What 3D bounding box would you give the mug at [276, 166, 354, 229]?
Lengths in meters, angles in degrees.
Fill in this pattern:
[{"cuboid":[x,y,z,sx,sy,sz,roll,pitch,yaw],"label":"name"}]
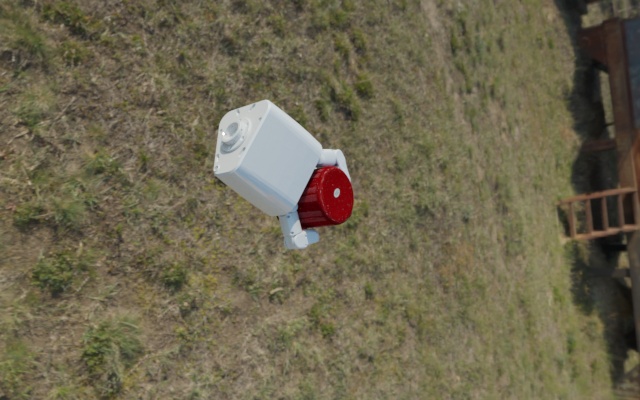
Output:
[{"cuboid":[0.001,0.003,0.683,0.081,0.093,0.117,-8,-31,38],"label":"mug"}]
